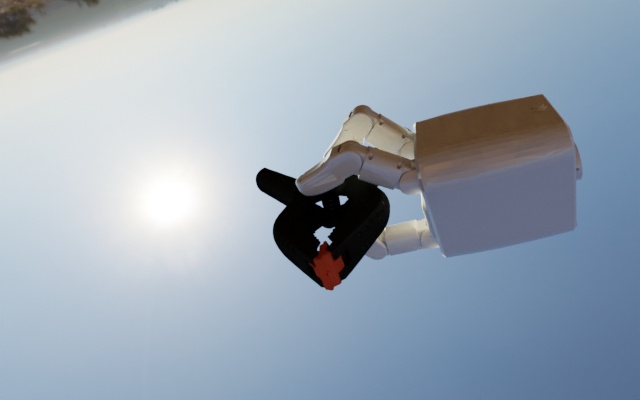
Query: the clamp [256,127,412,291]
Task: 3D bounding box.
[{"bbox_3d":[0.000,0.002,0.407,0.164,0.036,0.210,-14,26,17],"label":"clamp"}]
